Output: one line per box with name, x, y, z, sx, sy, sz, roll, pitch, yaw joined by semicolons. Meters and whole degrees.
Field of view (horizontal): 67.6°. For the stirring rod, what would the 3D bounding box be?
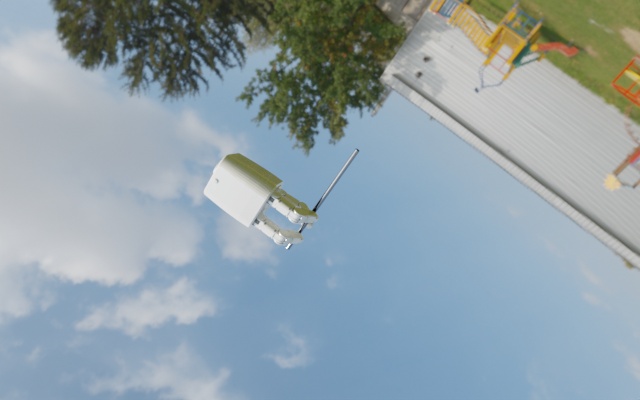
stirring rod;0.000;0.003;0.860;0.011;0.240;0.011;28;27;-15
